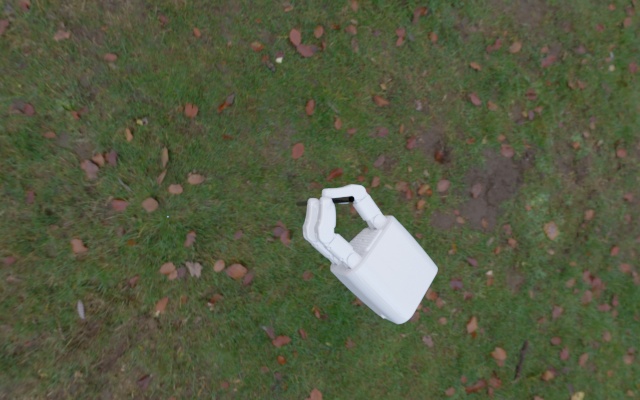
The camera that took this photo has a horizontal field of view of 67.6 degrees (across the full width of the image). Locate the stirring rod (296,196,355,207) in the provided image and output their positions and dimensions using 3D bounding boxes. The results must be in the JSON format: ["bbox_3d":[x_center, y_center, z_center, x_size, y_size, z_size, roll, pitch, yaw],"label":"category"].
[{"bbox_3d":[0.000,0.002,0.674,0.011,0.011,0.239,0,-2,-18],"label":"stirring rod"}]
